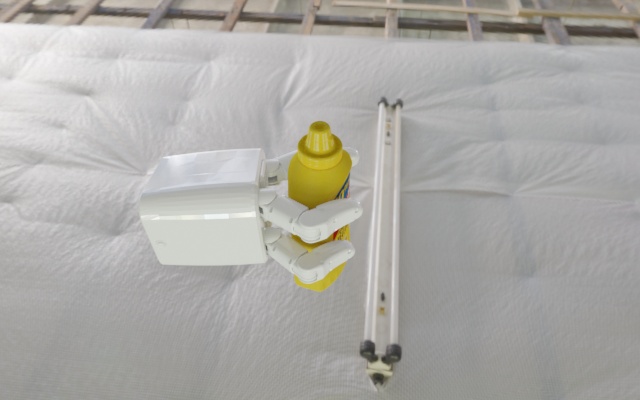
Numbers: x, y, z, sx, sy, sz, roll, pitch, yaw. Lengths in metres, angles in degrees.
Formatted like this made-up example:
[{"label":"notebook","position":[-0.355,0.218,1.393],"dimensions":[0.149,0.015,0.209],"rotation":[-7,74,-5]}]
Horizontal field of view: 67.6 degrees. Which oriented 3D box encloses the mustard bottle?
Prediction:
[{"label":"mustard bottle","position":[0.000,0.002,0.482],"dimensions":[0.058,0.192,0.096],"rotation":[15,49,16]}]
